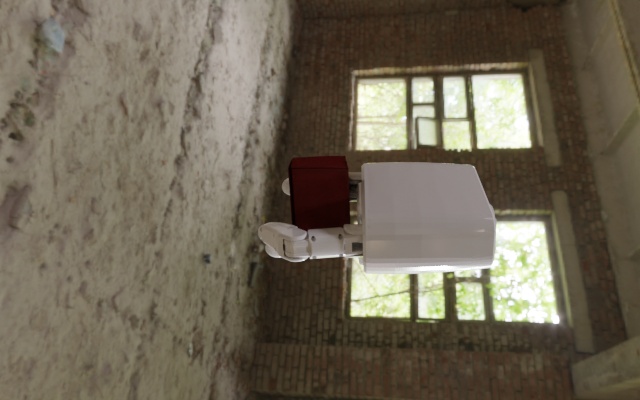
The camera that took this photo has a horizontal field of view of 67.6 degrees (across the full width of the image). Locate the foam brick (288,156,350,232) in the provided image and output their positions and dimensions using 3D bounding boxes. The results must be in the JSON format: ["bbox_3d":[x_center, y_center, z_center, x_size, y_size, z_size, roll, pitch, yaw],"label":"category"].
[{"bbox_3d":[0.000,0.001,0.433,0.051,0.078,0.053,-2,17,1],"label":"foam brick"}]
